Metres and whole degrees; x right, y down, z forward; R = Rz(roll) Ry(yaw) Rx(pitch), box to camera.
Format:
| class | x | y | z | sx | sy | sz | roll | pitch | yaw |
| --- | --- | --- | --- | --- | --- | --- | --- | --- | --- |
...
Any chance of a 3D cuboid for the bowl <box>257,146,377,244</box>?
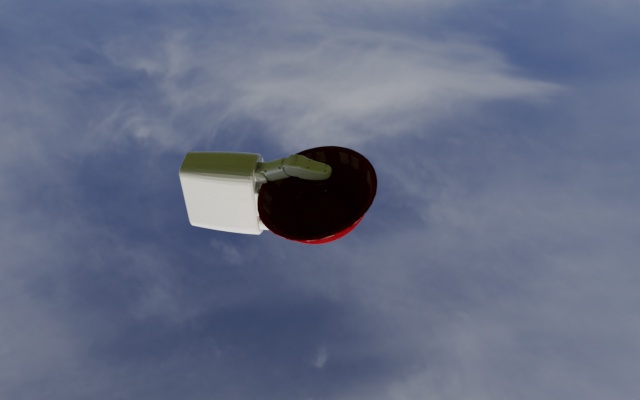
| class | x | y | z | sx | sy | sz | roll | pitch | yaw |
| --- | --- | --- | --- | --- | --- | --- | --- | --- | --- |
| bowl | 0.001 | 0.003 | 0.636 | 0.162 | 0.162 | 0.055 | 0 | -39 | 19 |
